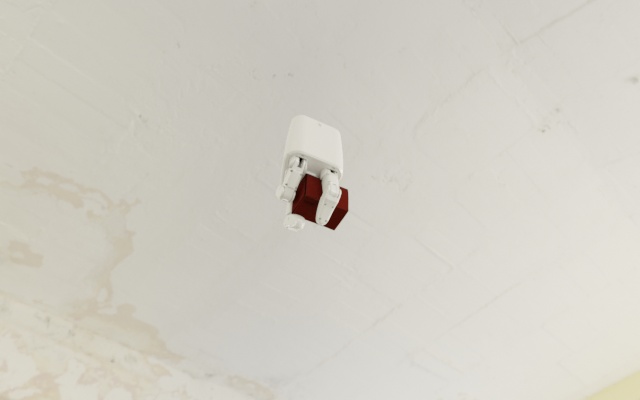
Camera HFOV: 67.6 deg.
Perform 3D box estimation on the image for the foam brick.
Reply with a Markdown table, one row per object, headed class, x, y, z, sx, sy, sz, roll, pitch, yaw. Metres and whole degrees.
| class | x | y | z | sx | sy | sz | roll | pitch | yaw |
| --- | --- | --- | --- | --- | --- | --- | --- | --- | --- |
| foam brick | 0.000 | 0.003 | 0.761 | 0.078 | 0.051 | 0.053 | 21 | -49 | -17 |
